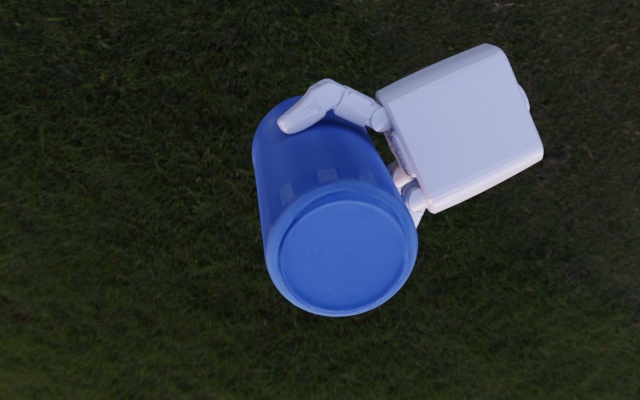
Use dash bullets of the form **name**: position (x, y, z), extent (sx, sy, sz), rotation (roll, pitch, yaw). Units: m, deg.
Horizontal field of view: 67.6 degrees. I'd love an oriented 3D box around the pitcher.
- **pitcher**: position (0.000, 0.001, 0.437), extent (0.145, 0.149, 0.242), rotation (-25, 24, 5)
